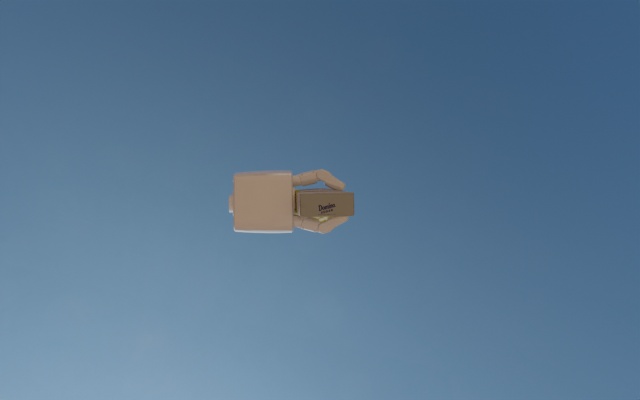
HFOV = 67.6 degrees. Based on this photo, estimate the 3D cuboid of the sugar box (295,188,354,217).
[{"bbox_3d":[0.000,0.003,0.868,0.093,0.048,0.176,-1,6,-7],"label":"sugar box"}]
